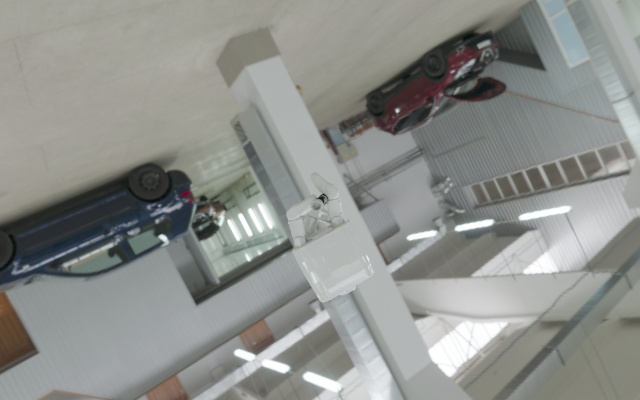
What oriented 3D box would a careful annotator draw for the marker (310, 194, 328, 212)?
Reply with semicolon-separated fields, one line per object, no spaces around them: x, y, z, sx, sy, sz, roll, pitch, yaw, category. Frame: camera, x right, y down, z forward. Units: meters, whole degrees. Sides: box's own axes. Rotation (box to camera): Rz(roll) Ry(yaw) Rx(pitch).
0.000;0.003;0.790;0.020;0.020;0.121;0;5;6;marker
